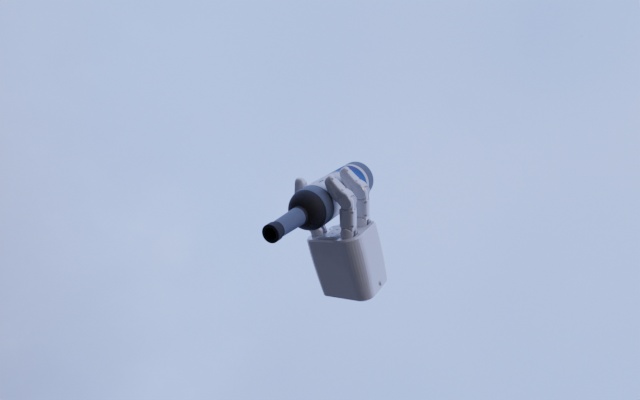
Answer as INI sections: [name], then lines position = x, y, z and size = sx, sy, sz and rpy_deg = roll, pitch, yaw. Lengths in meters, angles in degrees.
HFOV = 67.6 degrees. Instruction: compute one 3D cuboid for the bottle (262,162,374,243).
[bottle]
position = 0.000, 0.002, 0.761
size = 0.069, 0.069, 0.295
rpy_deg = 0, 17, 29
